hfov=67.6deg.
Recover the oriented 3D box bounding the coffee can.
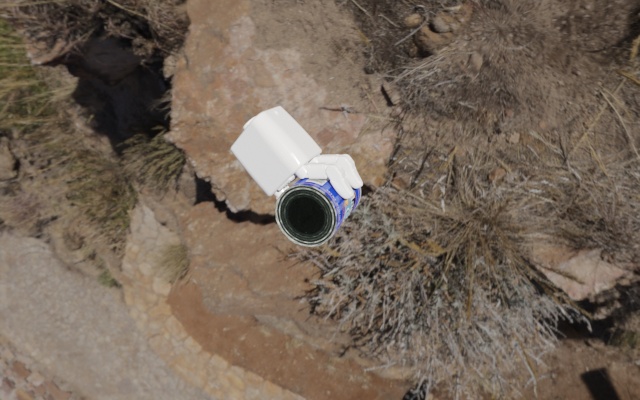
[{"bbox_3d":[0.000,0.003,0.792,0.103,0.103,0.140,0,18,21],"label":"coffee can"}]
